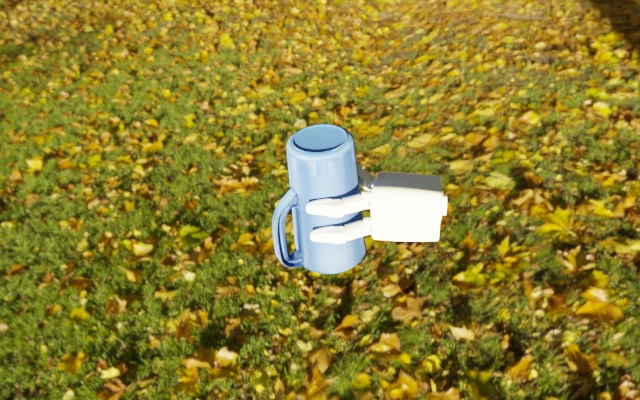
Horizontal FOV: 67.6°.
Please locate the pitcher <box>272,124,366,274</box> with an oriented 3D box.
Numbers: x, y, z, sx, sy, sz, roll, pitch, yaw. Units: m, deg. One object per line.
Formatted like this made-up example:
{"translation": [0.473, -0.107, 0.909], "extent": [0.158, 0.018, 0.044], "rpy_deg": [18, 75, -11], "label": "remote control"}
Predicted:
{"translation": [0.000, 0.003, 0.814], "extent": [0.145, 0.243, 0.149], "rpy_deg": [5, 38, 14], "label": "pitcher"}
